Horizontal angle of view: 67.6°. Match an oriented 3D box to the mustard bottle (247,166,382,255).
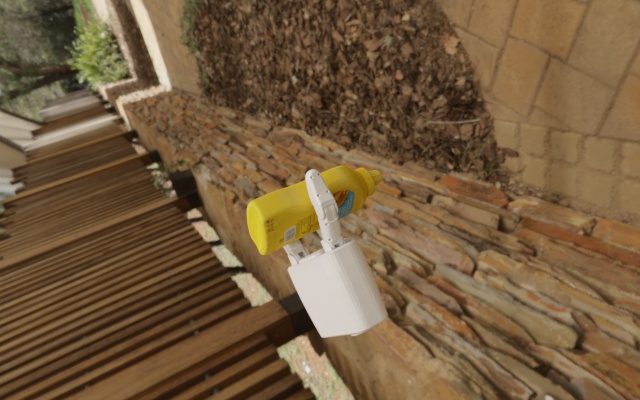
[{"bbox_3d":[0.000,0.002,0.630,0.191,0.058,0.096,-24,-29,-21],"label":"mustard bottle"}]
